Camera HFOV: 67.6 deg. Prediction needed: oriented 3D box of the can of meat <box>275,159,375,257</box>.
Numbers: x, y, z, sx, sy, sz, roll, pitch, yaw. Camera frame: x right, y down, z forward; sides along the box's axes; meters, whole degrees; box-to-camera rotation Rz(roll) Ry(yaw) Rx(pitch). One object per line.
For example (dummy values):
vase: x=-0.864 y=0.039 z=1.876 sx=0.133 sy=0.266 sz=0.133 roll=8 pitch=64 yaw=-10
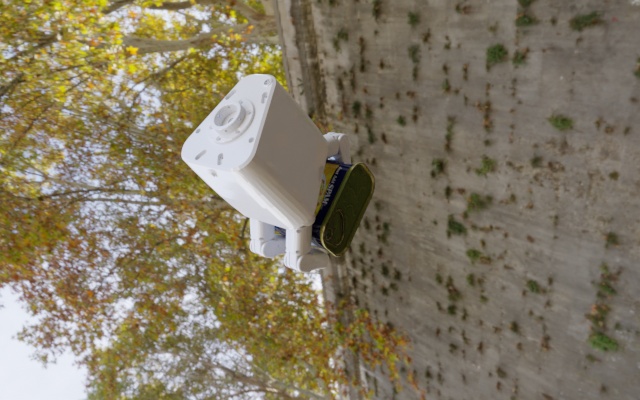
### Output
can of meat: x=0.000 y=0.002 z=0.536 sx=0.084 sy=0.102 sz=0.057 roll=14 pitch=-19 yaw=36
